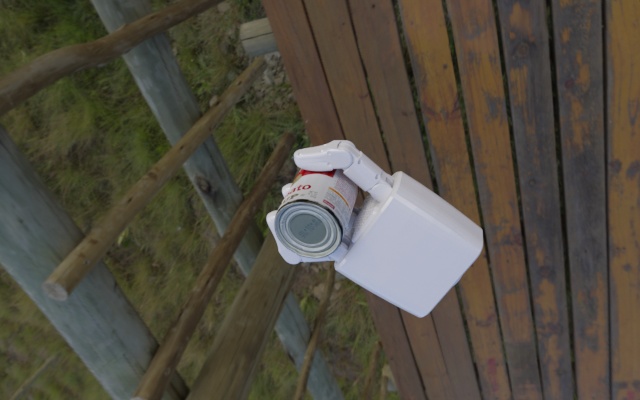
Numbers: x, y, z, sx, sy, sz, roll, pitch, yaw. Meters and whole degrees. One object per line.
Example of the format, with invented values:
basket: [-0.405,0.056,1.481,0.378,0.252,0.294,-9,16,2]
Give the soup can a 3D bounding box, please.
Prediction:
soup can: [0.000,0.001,0.478,0.068,0.068,0.102,0,33,17]
